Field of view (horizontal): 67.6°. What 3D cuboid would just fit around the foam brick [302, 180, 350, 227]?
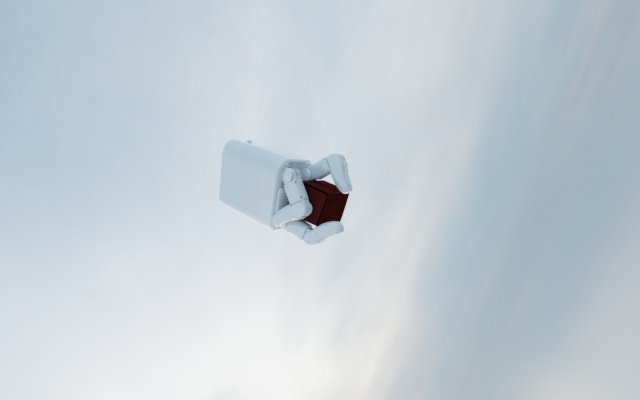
[{"bbox_3d":[0.000,0.002,0.703,0.051,0.053,0.078,23,12,24],"label":"foam brick"}]
